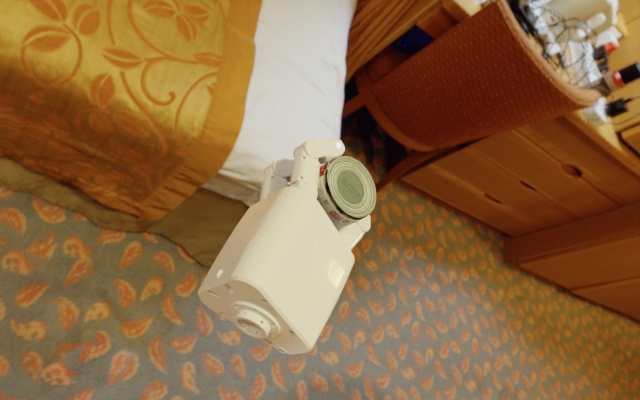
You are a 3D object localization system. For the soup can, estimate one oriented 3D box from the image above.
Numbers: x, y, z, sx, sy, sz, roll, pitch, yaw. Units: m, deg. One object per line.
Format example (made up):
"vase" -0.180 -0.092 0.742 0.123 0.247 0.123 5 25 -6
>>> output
"soup can" 0.001 0.001 0.504 0.068 0.068 0.102 0 -18 -41
